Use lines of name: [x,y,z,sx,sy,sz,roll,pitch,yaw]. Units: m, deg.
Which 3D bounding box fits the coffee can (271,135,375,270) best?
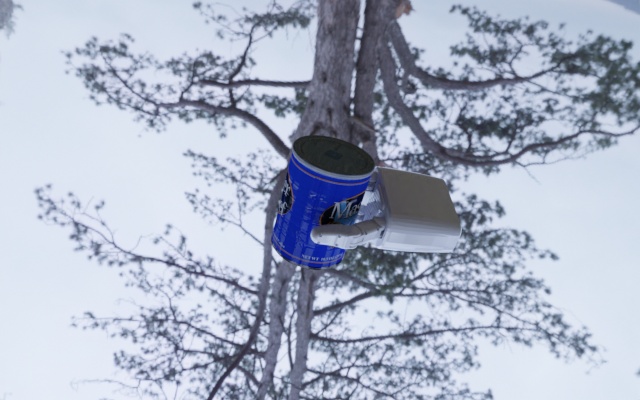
coffee can: [0.000,0.002,0.609,0.103,0.140,0.102,12,29,-7]
